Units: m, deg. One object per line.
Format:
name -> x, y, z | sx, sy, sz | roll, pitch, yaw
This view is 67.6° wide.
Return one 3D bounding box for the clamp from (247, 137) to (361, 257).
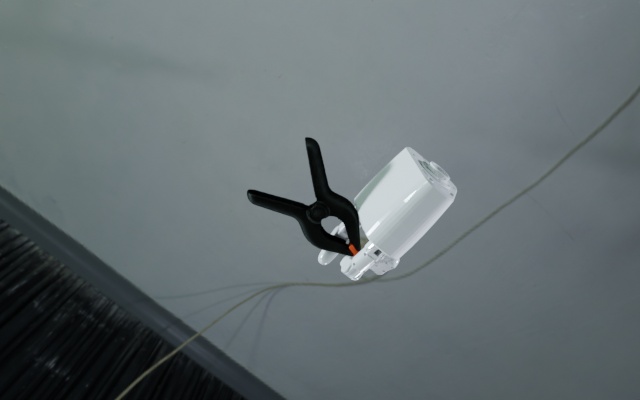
clamp -> 0.000, 0.002, 0.639 | 0.171, 0.120, 0.039 | 38, 21, -10
